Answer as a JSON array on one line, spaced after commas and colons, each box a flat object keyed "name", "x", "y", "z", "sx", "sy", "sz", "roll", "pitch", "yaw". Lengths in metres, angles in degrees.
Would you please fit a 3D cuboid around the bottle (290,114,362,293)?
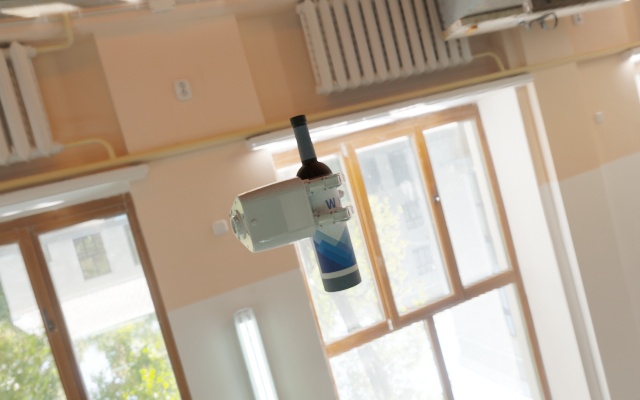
[{"name": "bottle", "x": 0.000, "y": 0.003, "z": 0.800, "sx": 0.069, "sy": 0.296, "sz": 0.069, "roll": -15, "pitch": 3, "yaw": 1}]
